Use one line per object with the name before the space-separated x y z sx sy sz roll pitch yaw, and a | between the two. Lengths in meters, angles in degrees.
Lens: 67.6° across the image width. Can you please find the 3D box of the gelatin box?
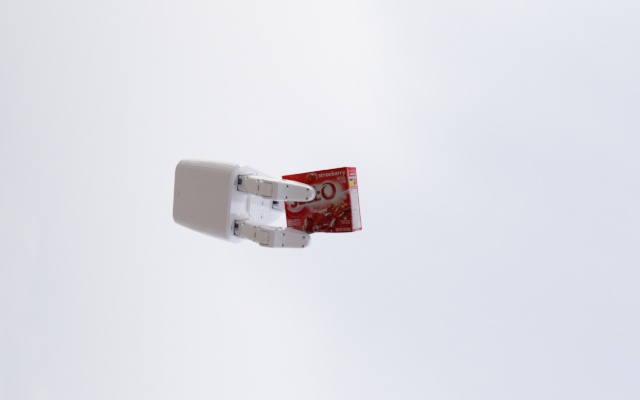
gelatin box | 0.001 0.002 0.549 0.089 0.073 0.030 -5 1 29
